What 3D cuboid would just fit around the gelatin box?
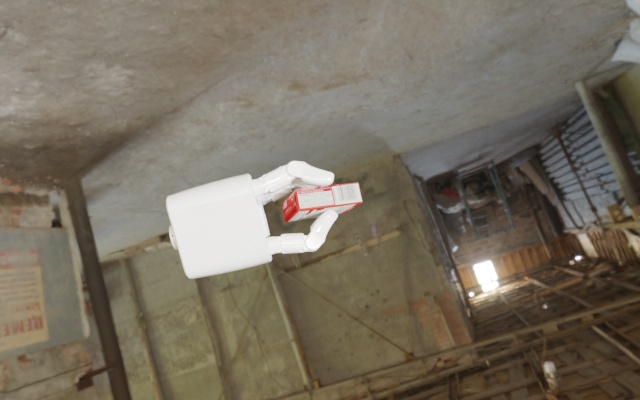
[{"bbox_3d":[0.001,0.002,0.626,0.089,0.030,0.073,-7,-11,-18],"label":"gelatin box"}]
